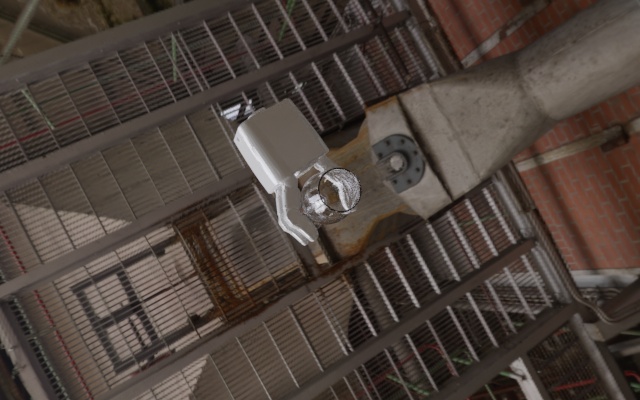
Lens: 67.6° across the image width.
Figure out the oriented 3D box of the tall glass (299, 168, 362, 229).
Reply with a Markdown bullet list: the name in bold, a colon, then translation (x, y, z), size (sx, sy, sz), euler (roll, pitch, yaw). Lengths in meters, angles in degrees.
- **tall glass**: translation (0.000, 0.003, 0.737), size (0.079, 0.079, 0.201), euler (0, -10, -16)
